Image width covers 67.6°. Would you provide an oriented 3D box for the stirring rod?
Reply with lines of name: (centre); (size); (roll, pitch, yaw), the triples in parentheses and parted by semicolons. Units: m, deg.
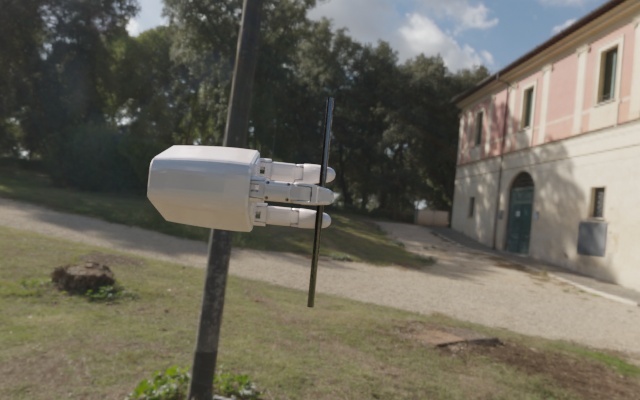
stirring rod: (0.000, 0.002, 0.548); (0.011, 0.239, 0.011); (5, -1, 0)
